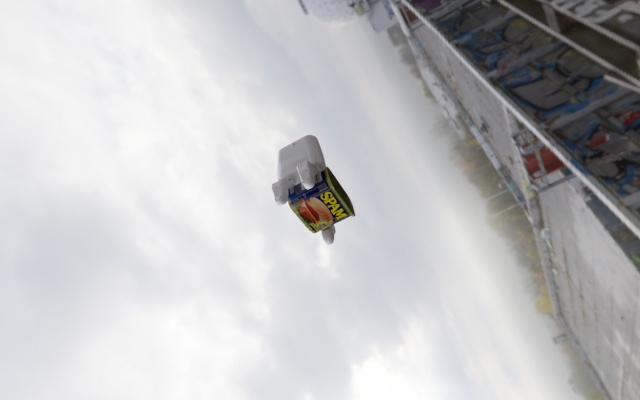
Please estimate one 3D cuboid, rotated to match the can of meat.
[{"bbox_3d":[0.000,0.003,0.833,0.084,0.057,0.102,-27,-50,13],"label":"can of meat"}]
